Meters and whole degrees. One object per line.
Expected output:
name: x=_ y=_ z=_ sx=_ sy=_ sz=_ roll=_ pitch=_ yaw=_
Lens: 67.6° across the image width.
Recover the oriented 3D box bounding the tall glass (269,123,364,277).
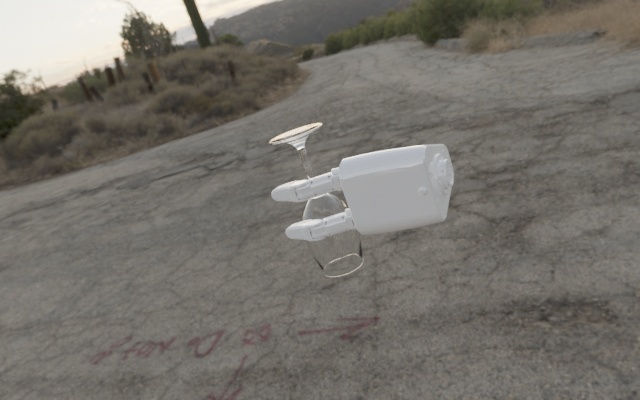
tall glass: x=0.000 y=0.001 z=0.648 sx=0.079 sy=0.201 sz=0.079 roll=-18 pitch=16 yaw=5
